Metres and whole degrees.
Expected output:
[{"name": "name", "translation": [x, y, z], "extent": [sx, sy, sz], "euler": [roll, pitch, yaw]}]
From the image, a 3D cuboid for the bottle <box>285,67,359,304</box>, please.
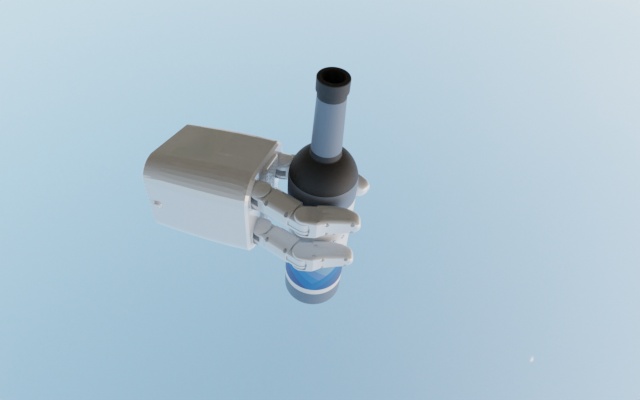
[{"name": "bottle", "translation": [0.000, 0.002, 0.476], "extent": [0.069, 0.069, 0.296], "euler": [0, -41, -5]}]
